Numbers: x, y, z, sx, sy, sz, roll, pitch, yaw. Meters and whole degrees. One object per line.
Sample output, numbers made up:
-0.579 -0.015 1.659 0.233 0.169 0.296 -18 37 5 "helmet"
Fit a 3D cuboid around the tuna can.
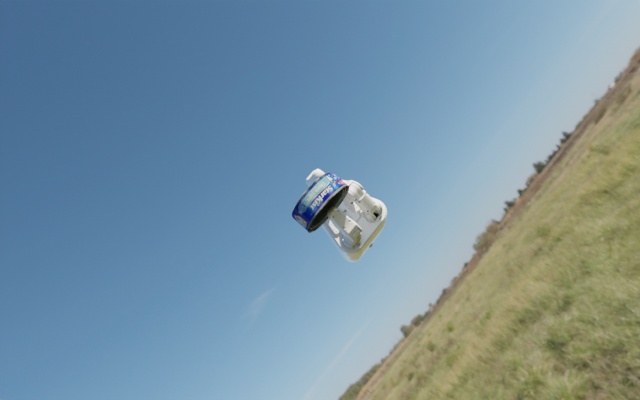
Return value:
0.000 0.002 0.665 0.033 0.086 0.086 41 10 12 "tuna can"
